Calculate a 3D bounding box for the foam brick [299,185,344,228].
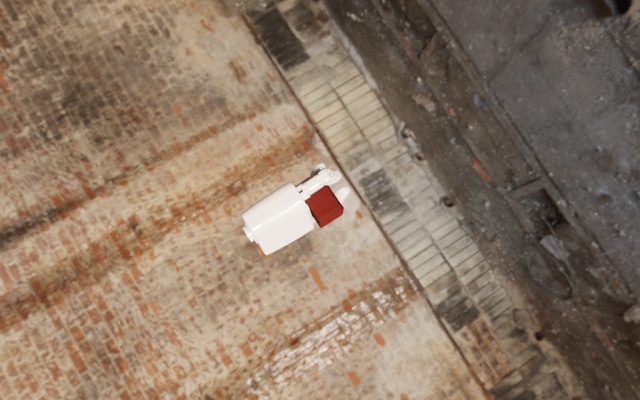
[{"bbox_3d":[0.000,0.003,0.874,0.051,0.078,0.053,-32,-16,-9],"label":"foam brick"}]
